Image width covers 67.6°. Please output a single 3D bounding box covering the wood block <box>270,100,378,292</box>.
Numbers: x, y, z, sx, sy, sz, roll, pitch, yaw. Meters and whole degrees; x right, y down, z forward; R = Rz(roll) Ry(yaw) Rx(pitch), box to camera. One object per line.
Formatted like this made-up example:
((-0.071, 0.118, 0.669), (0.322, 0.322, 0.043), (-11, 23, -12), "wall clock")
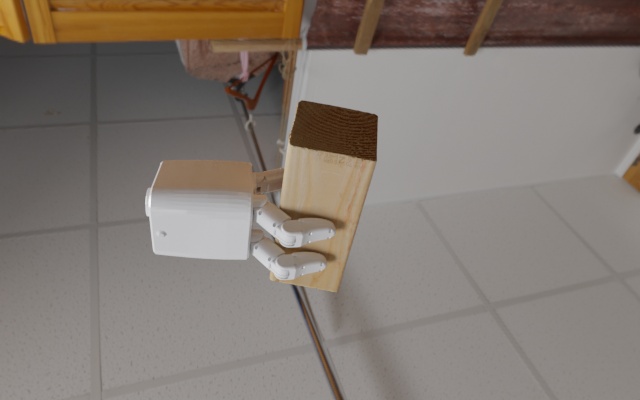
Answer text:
((0.000, 0.002, 0.555), (0.090, 0.206, 0.090), (10, 42, -2), "wood block")
